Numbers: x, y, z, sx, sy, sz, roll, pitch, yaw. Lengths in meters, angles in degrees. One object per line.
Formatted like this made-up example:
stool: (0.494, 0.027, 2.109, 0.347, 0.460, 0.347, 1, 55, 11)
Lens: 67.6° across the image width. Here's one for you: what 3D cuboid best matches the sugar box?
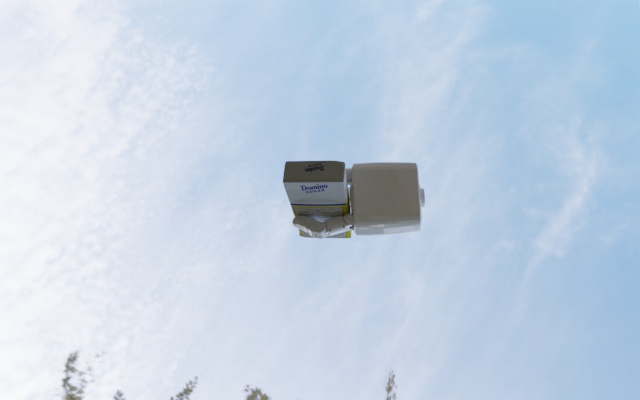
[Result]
sugar box: (0.000, 0.002, 0.773, 0.093, 0.048, 0.176, 0, -34, 7)
